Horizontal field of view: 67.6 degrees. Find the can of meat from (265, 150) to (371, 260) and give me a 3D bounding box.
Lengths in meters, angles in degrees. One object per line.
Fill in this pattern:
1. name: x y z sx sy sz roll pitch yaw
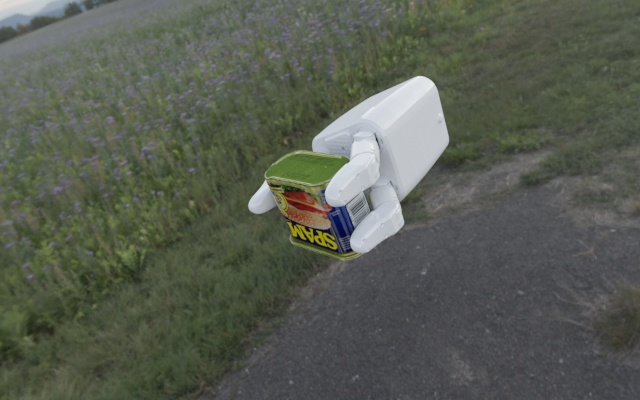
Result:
1. can of meat: 0.000 0.001 0.466 0.102 0.084 0.057 13 44 47
